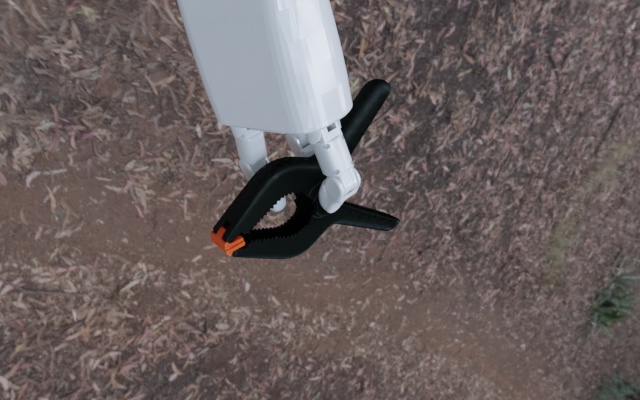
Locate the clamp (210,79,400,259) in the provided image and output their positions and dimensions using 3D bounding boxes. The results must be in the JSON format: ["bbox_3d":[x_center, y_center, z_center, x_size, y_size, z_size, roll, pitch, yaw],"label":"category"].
[{"bbox_3d":[0.000,0.002,0.446,0.210,0.165,0.036,-34,36,-25],"label":"clamp"}]
